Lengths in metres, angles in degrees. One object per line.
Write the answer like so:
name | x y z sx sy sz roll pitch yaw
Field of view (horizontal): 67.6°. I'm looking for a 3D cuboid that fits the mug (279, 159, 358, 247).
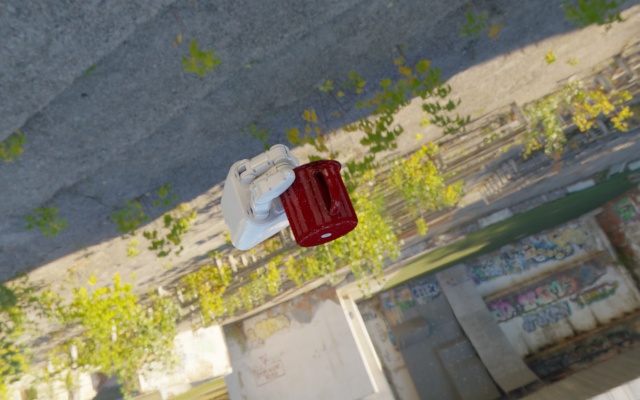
mug | 0.001 0.001 0.581 0.093 0.081 0.117 -13 -19 -24
